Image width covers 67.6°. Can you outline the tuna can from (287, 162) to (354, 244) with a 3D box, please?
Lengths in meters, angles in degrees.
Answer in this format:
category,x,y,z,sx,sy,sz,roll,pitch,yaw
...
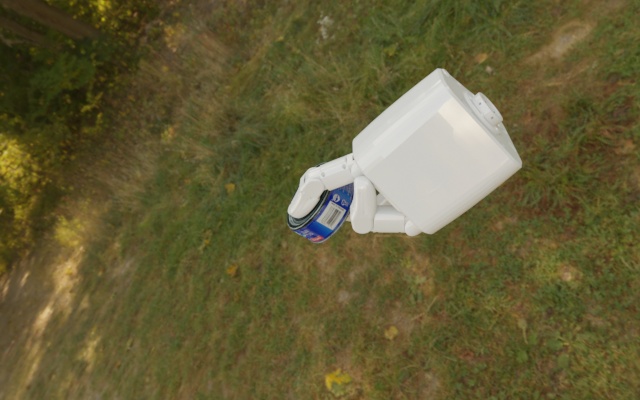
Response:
category,x,y,z,sx,sy,sz,roll,pitch,yaw
tuna can,0.000,0.001,0.524,0.034,0.086,0.086,31,-14,-24
